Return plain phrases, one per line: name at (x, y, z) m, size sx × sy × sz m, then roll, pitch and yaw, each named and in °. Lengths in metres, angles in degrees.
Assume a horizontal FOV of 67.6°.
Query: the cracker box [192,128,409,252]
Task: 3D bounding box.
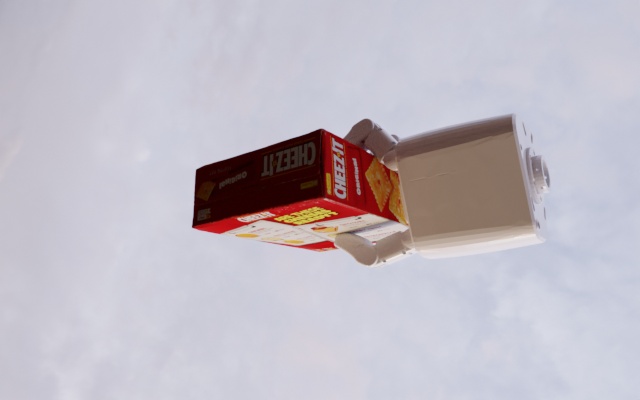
cracker box at (0.000, 0.002, 0.511) m, size 0.164 × 0.072 × 0.214 m, roll -13°, pitch -19°, yaw 34°
